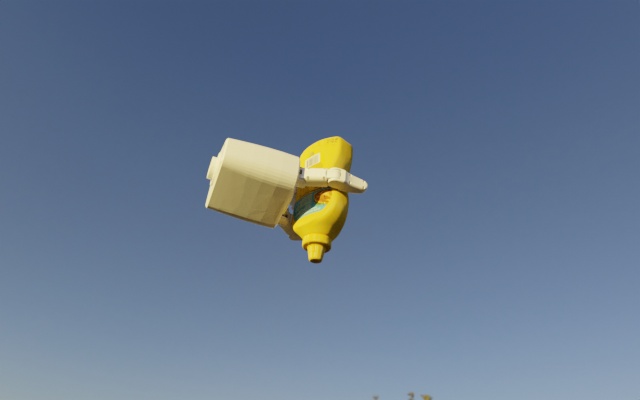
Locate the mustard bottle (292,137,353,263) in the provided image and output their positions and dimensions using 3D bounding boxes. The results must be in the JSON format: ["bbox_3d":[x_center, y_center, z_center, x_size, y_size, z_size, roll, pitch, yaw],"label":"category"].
[{"bbox_3d":[0.000,0.002,0.706,0.096,0.191,0.058,-24,-43,38],"label":"mustard bottle"}]
